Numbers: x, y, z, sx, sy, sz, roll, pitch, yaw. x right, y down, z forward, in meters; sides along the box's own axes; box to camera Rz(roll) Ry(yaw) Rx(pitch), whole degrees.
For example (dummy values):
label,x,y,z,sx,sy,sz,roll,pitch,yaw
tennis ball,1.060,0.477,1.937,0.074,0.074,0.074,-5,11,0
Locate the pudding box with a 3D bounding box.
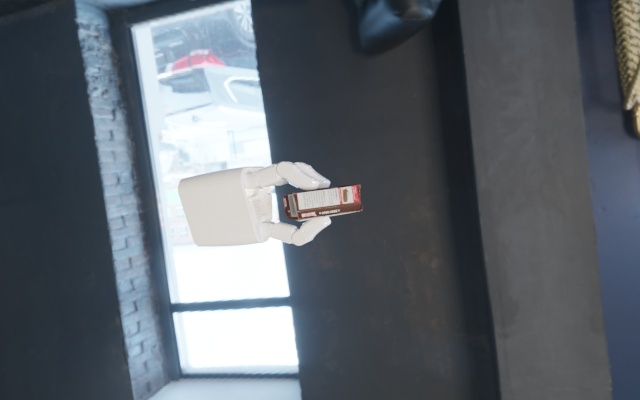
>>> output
label,x,y,z,sx,sy,sz,roll,pitch,yaw
pudding box,0.000,0.002,0.659,0.090,0.039,0.113,-9,3,-11
